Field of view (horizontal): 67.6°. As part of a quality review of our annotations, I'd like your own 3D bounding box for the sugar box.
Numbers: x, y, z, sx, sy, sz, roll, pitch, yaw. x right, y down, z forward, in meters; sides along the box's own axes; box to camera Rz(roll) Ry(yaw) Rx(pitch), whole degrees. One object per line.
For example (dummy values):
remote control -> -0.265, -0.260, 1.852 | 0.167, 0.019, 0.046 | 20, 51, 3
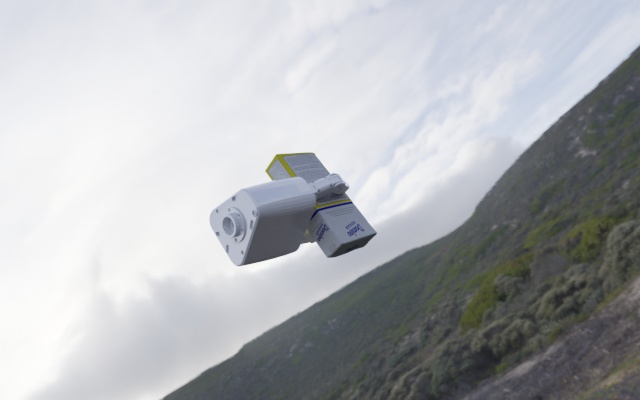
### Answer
sugar box -> 0.000, 0.003, 0.737 | 0.093, 0.176, 0.048 | -10, -30, -49
